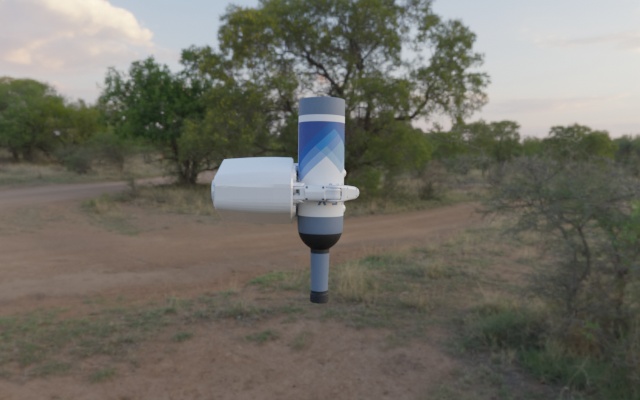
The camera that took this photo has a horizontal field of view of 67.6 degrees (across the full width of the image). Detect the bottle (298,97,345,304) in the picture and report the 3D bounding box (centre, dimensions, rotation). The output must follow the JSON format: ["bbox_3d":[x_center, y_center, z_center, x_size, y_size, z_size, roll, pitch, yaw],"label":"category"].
[{"bbox_3d":[0.000,0.002,0.697,0.069,0.296,0.069,1,4,0],"label":"bottle"}]
